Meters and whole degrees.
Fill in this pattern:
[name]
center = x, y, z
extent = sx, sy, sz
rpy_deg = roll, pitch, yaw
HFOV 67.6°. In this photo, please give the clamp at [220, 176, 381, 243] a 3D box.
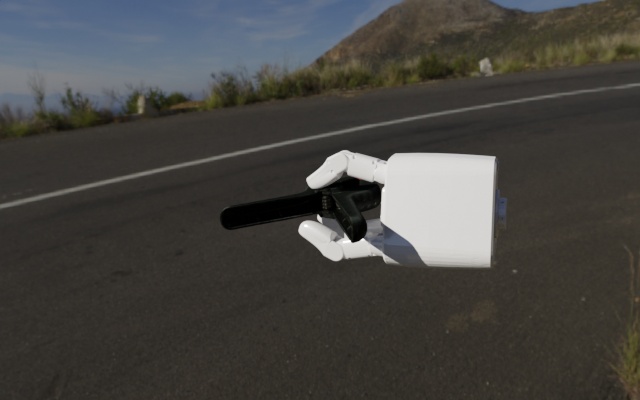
[clamp]
center = 0.000, 0.001, 0.544
extent = 0.164, 0.036, 0.210
rpy_deg = 3, 15, 22
